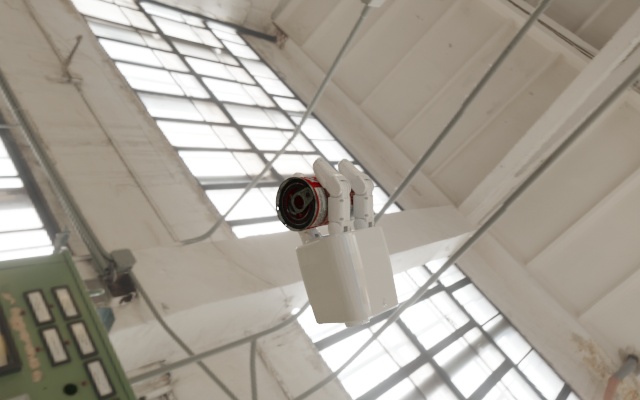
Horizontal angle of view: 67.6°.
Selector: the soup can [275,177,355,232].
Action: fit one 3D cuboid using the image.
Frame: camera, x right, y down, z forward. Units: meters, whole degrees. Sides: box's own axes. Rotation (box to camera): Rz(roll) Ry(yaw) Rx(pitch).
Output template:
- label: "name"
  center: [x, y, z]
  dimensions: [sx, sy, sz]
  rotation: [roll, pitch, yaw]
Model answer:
- label: "soup can"
  center: [0.000, 0.002, 0.626]
  dimensions: [0.068, 0.068, 0.102]
  rotation: [0, 3, 39]
